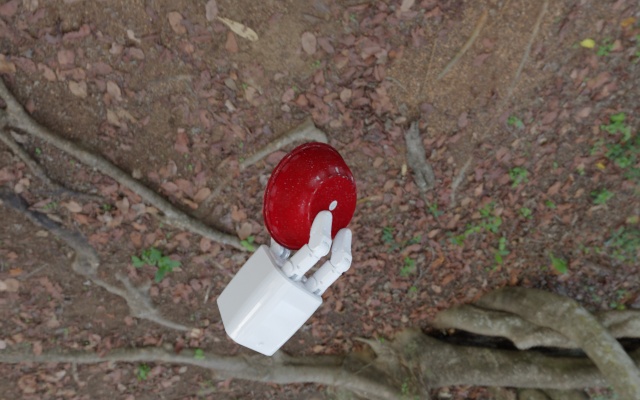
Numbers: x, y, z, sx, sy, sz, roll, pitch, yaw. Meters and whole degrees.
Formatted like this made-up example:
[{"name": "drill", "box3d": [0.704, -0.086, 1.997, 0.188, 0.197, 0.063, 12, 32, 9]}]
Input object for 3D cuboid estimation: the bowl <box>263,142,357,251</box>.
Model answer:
[{"name": "bowl", "box3d": [0.001, 0.001, 0.668, 0.162, 0.162, 0.055, 0, 15, -43]}]
